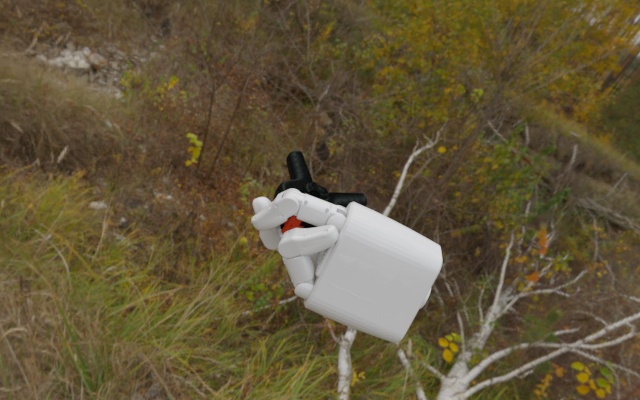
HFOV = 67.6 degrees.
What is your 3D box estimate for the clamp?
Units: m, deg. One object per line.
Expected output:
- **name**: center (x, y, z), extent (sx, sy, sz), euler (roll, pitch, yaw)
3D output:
- **clamp**: center (0.000, 0.001, 0.567), extent (0.120, 0.039, 0.171), euler (25, 29, -4)
